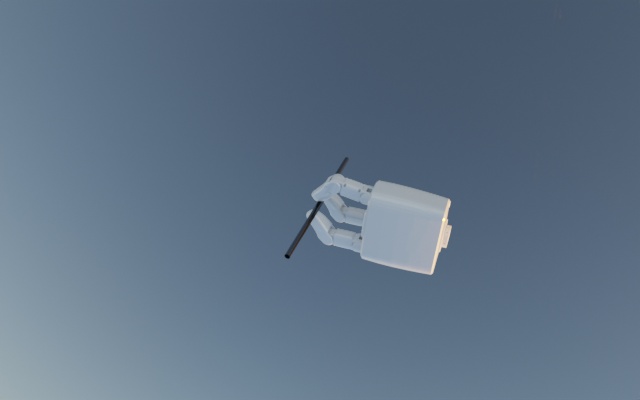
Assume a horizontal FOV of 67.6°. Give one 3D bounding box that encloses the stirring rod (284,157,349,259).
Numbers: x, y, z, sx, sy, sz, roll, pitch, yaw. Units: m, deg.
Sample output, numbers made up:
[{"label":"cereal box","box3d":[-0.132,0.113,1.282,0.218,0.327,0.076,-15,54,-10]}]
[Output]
[{"label":"stirring rod","box3d":[0.000,0.002,0.715,0.011,0.011,0.239,0,37,27]}]
